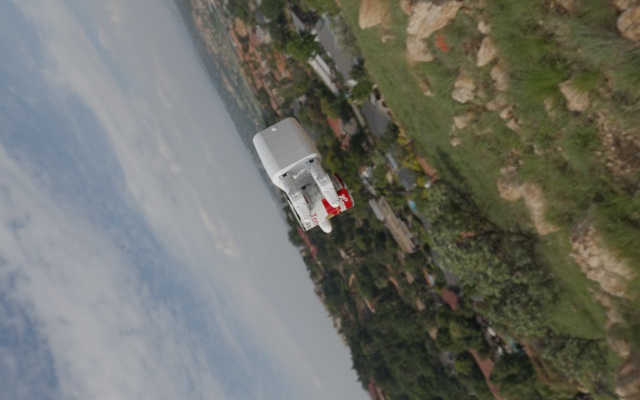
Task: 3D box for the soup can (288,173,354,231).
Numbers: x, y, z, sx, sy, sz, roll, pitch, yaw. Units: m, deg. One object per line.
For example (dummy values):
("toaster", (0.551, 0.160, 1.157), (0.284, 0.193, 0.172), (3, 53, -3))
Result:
("soup can", (0.000, 0.003, 0.862), (0.102, 0.068, 0.068), (-28, 3, -5))
